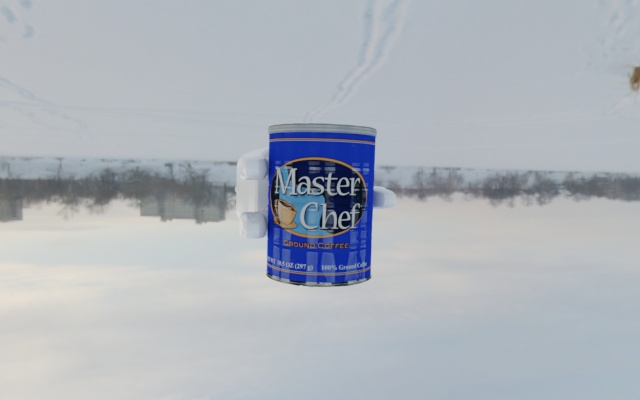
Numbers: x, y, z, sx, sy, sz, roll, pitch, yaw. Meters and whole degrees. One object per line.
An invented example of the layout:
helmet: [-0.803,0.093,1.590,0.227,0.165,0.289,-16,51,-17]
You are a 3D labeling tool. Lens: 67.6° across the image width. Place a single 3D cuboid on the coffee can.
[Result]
coffee can: [0.000,0.001,0.456,0.103,0.140,0.103,2,4,0]
